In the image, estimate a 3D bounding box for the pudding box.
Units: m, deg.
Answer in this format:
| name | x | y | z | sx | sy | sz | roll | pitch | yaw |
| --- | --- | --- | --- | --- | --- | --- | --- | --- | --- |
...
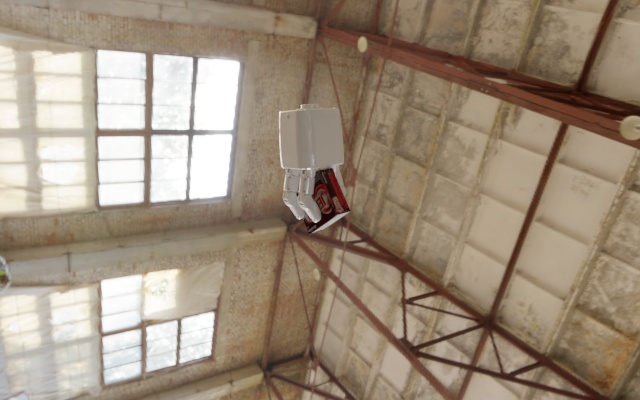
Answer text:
| name | x | y | z | sx | sy | sz | roll | pitch | yaw |
| --- | --- | --- | --- | --- | --- | --- | --- | --- | --- |
| pudding box | 0.000 | 0.003 | 0.897 | 0.039 | 0.090 | 0.113 | -13 | -15 | -31 |
